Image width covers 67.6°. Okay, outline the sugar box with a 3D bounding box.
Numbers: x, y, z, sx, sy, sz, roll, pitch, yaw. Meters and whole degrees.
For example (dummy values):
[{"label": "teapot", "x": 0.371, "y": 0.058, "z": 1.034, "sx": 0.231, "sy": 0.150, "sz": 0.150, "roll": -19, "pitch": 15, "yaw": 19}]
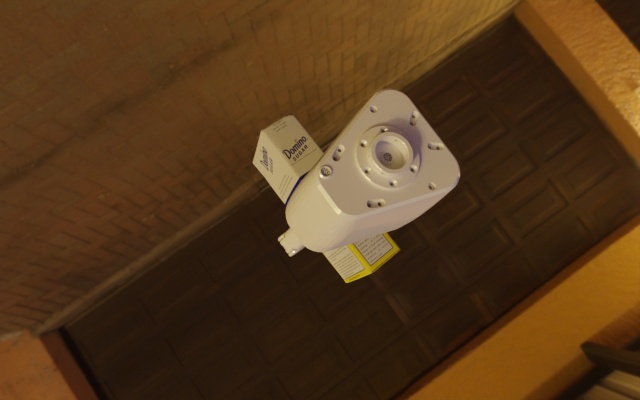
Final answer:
[{"label": "sugar box", "x": 0.001, "y": 0.001, "z": 0.504, "sx": 0.048, "sy": 0.176, "sz": 0.093, "roll": -33, "pitch": -6, "yaw": -21}]
